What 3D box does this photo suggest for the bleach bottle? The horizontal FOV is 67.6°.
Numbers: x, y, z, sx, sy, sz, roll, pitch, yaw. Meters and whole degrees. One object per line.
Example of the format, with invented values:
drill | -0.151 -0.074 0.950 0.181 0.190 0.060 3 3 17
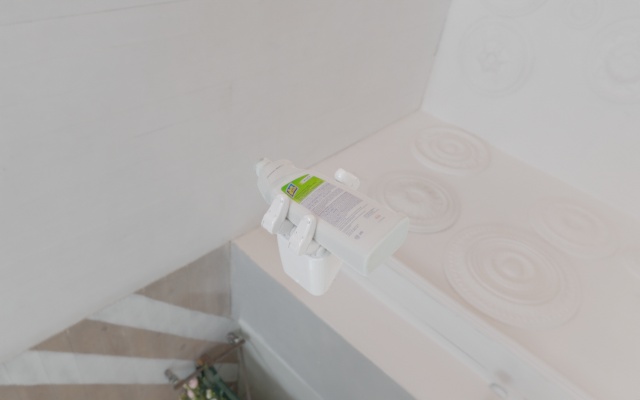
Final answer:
bleach bottle | 0.000 0.002 0.705 0.250 0.068 0.102 35 57 28
